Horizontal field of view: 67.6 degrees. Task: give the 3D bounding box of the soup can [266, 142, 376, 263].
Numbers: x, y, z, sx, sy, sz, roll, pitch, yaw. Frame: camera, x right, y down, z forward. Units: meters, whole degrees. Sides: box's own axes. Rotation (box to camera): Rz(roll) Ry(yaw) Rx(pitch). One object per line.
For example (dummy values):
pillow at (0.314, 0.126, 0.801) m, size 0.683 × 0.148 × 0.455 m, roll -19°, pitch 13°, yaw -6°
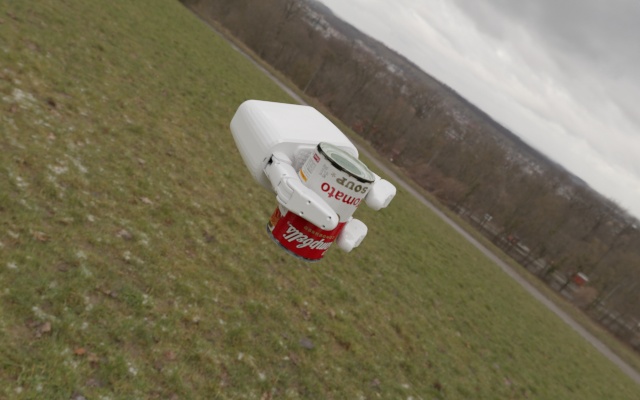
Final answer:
soup can at (0.000, 0.002, 0.475) m, size 0.068 × 0.102 × 0.068 m, roll 30°, pitch 19°, yaw -12°
